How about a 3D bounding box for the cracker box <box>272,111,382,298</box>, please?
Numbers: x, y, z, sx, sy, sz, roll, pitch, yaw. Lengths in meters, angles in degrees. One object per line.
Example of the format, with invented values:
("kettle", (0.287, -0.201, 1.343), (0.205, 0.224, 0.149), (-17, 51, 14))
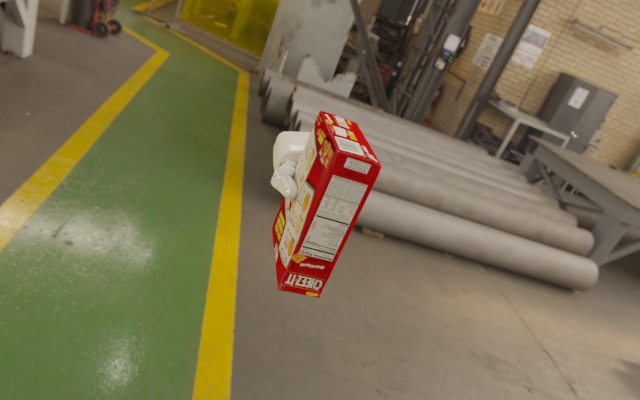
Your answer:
("cracker box", (0.000, 0.002, 0.675), (0.072, 0.214, 0.164), (16, 24, -16))
